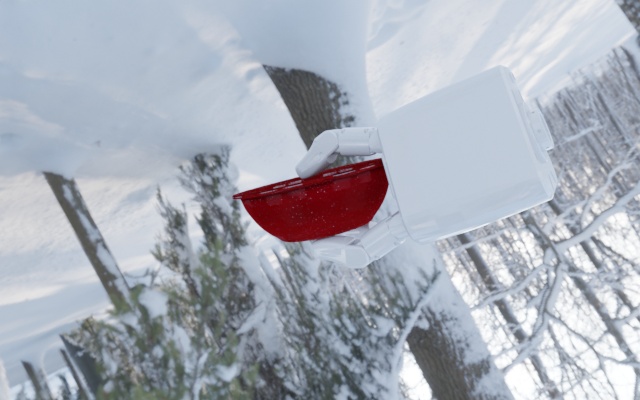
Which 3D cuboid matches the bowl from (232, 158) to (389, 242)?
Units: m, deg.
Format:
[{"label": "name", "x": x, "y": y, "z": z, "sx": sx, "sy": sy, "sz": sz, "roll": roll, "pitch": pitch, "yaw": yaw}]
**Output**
[{"label": "bowl", "x": -0.001, "y": 0.002, "z": 0.462, "sx": 0.162, "sy": 0.055, "sz": 0.162, "roll": -13, "pitch": 6, "yaw": 1}]
